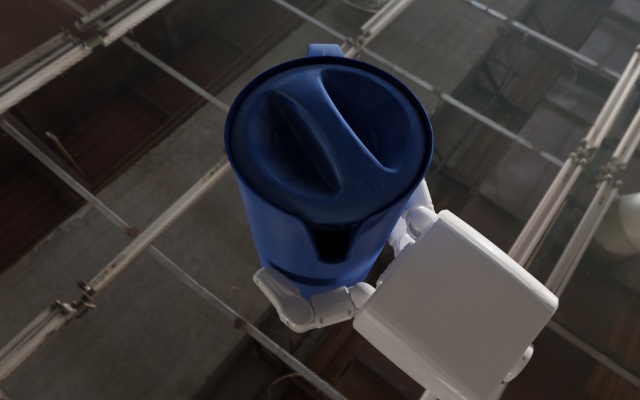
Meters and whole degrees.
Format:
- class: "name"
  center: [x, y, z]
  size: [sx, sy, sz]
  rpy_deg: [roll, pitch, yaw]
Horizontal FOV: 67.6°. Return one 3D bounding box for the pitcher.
- class: "pitcher"
  center: [0.000, 0.001, 0.408]
  size: [0.145, 0.149, 0.243]
  rpy_deg: [39, -24, 16]
